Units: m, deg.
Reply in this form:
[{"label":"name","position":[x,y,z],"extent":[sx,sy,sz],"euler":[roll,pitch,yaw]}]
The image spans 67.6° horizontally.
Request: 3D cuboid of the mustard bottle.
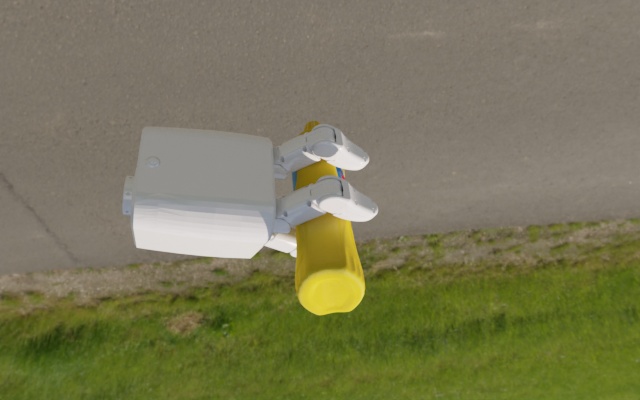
[{"label":"mustard bottle","position":[0.000,0.002,0.448],"extent":[0.058,0.191,0.096],"euler":[-8,-33,3]}]
